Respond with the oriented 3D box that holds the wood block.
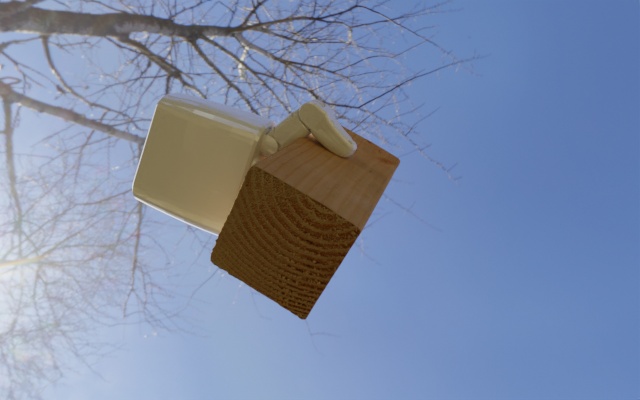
[{"bbox_3d":[0.000,0.001,0.432,0.090,0.091,0.206,31,24,5],"label":"wood block"}]
